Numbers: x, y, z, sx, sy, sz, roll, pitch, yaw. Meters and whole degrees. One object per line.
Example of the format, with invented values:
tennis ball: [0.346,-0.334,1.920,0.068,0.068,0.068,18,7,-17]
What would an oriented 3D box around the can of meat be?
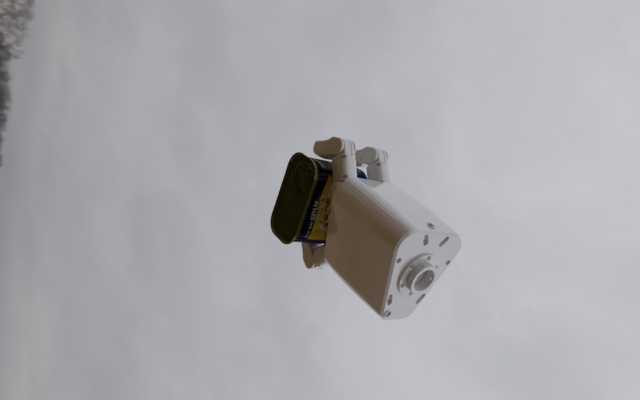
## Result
can of meat: [0.000,0.002,0.558,0.084,0.102,0.057,8,19,-37]
